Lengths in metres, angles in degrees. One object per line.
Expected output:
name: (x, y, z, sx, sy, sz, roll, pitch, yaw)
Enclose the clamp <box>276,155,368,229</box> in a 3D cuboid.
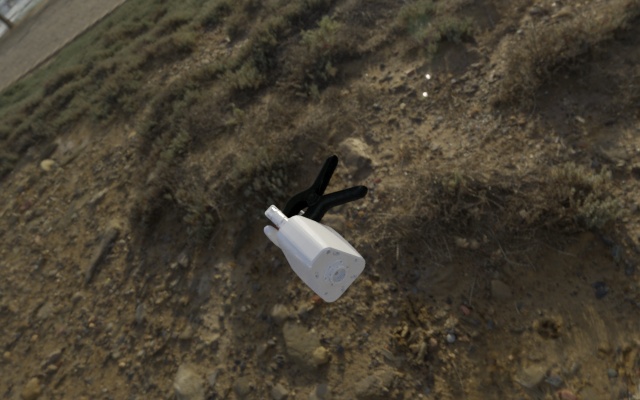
clamp: (0.000, 0.002, 0.841, 0.039, 0.171, 0.120, 45, -5, -41)
